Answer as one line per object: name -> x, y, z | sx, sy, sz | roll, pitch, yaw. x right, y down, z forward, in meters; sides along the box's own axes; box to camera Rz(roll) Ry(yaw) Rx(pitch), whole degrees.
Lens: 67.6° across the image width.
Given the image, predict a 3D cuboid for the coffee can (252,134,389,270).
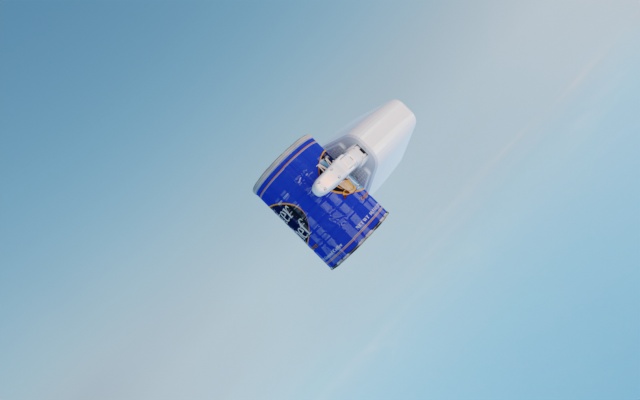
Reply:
coffee can -> 0.000, 0.002, 0.600 | 0.140, 0.103, 0.103 | 45, -2, 2
